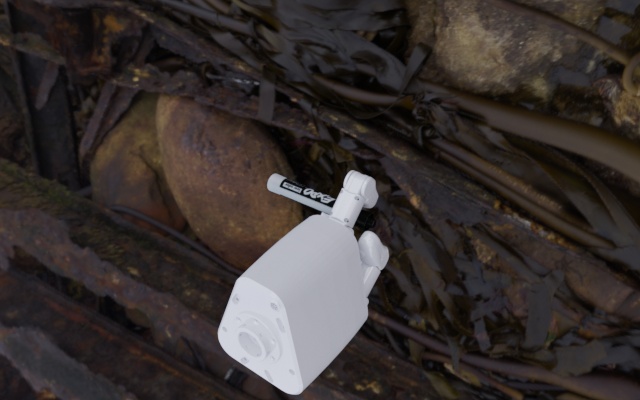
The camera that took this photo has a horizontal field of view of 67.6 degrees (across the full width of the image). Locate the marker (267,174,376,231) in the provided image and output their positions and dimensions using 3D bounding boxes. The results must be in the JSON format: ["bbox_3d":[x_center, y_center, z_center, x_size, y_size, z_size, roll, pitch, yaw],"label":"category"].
[{"bbox_3d":[0.000,0.002,0.472,0.121,0.020,0.020,23,10,25],"label":"marker"}]
